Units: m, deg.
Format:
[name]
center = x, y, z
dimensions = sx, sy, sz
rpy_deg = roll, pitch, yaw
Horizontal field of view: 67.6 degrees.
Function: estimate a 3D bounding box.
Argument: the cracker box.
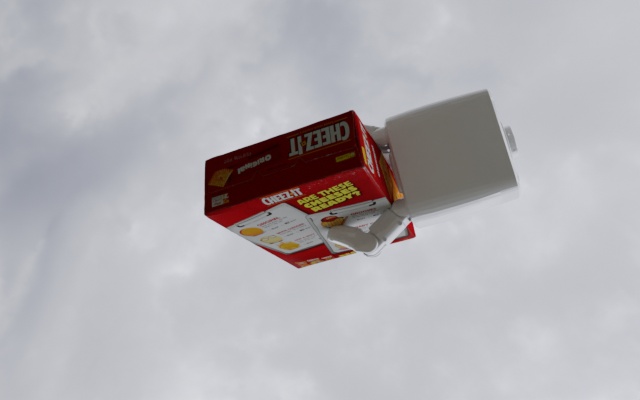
[cracker box]
center = 0.000, 0.002, 0.529
dimensions = 0.164, 0.072, 0.214
rpy_deg = -17, -27, 17
